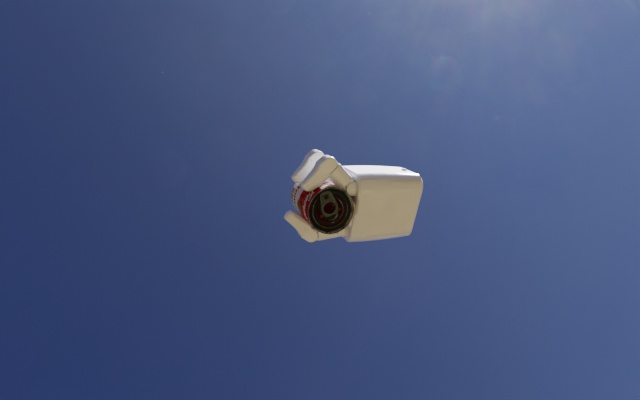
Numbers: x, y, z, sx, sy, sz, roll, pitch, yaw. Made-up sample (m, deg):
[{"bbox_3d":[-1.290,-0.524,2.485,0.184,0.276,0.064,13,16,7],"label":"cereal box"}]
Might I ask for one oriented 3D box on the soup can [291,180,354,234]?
[{"bbox_3d":[0.000,0.002,0.710,0.068,0.068,0.102,0,14,-18],"label":"soup can"}]
